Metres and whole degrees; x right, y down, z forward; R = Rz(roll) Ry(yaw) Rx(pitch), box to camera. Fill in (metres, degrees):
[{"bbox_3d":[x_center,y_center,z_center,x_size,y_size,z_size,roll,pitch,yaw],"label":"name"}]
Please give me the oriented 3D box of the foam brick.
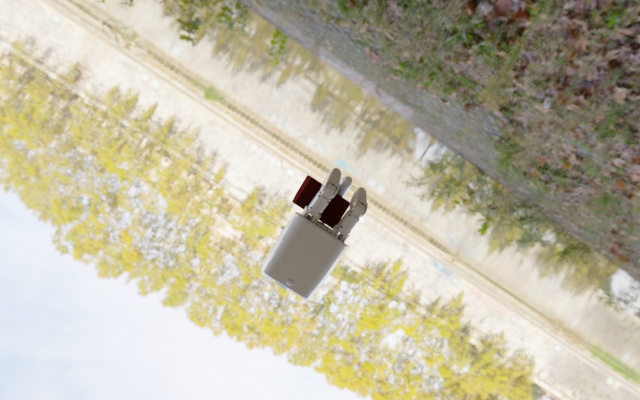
[{"bbox_3d":[0.000,0.002,0.761,0.078,0.051,0.053,34,0,-10],"label":"foam brick"}]
